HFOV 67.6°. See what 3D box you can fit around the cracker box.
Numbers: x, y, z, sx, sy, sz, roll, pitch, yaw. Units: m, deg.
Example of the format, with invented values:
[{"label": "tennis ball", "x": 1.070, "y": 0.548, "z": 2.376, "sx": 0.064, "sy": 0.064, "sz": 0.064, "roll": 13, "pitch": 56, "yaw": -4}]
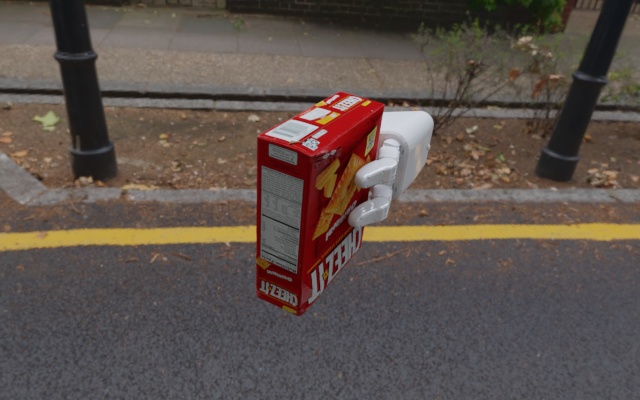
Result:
[{"label": "cracker box", "x": 0.000, "y": 0.002, "z": 0.557, "sx": 0.072, "sy": 0.214, "sz": 0.164, "roll": 21, "pitch": 36, "yaw": 24}]
